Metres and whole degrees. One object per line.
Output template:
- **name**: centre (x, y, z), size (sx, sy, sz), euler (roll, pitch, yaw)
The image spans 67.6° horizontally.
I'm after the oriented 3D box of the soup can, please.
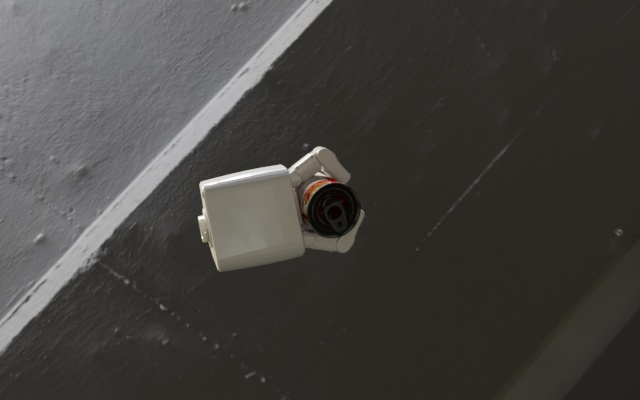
- **soup can**: centre (0.000, 0.002, 0.607), size (0.068, 0.068, 0.102), euler (0, 12, -19)
